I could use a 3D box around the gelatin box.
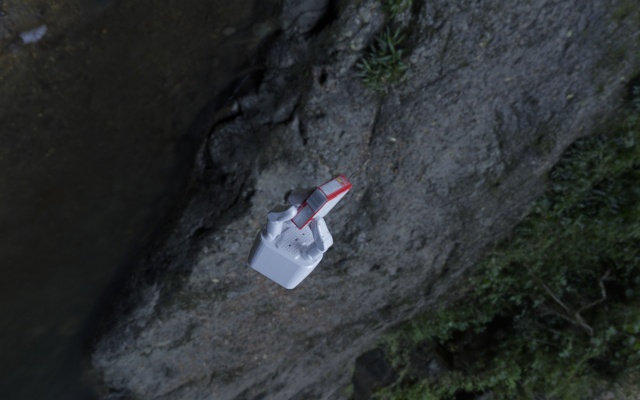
[{"bbox_3d":[0.001,0.003,0.771,0.073,0.030,0.089,-29,-14,-50],"label":"gelatin box"}]
